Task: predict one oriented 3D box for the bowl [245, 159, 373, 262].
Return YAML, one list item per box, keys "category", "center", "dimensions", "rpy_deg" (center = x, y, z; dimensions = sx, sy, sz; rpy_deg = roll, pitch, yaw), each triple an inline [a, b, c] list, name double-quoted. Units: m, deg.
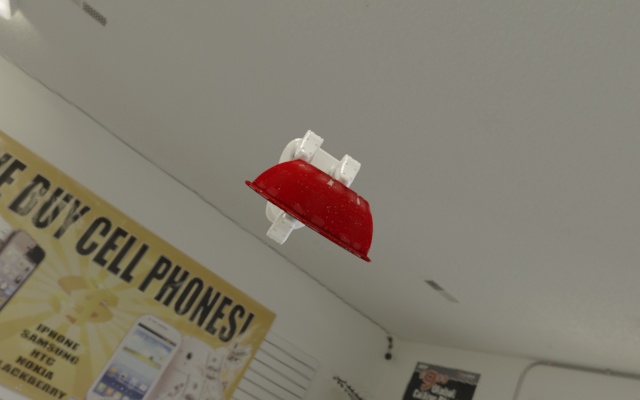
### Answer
- category: "bowl"
  center: [0.001, 0.002, 0.519]
  dimensions: [0.162, 0.055, 0.162]
  rpy_deg: [33, 0, 0]
